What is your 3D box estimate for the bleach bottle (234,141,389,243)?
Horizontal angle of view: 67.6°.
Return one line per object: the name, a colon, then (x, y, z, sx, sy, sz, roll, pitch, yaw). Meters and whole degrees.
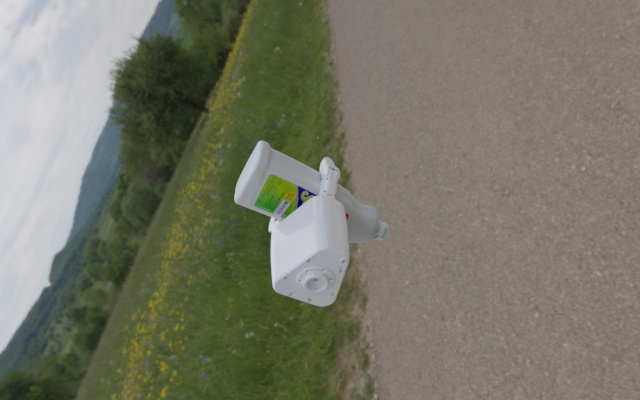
bleach bottle: (0.000, 0.002, 0.745, 0.251, 0.103, 0.068, 22, 33, -20)
